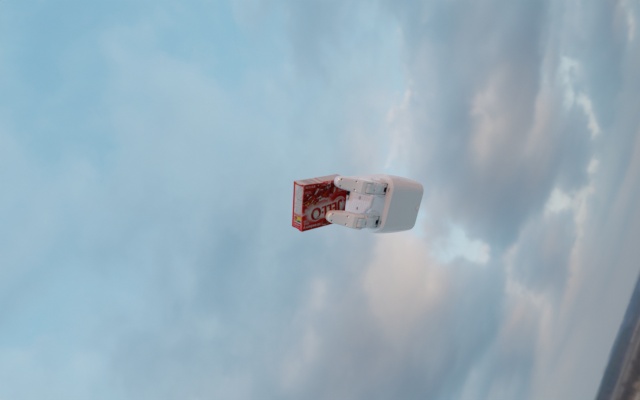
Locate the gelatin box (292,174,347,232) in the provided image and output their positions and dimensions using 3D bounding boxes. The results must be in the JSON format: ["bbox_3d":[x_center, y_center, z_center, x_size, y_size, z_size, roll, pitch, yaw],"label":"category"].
[{"bbox_3d":[0.000,0.002,0.728,0.089,0.073,0.030,-11,24,-38],"label":"gelatin box"}]
